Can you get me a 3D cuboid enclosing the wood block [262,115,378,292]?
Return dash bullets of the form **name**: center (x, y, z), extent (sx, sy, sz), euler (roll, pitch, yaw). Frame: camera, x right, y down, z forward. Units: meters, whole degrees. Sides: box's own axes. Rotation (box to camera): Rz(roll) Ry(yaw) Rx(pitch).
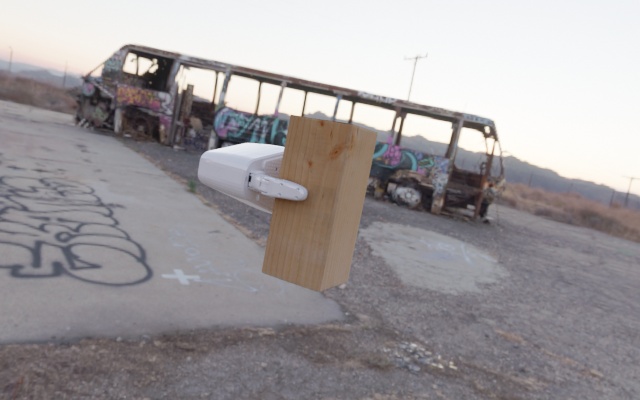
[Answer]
- **wood block**: center (0.000, 0.002, 0.624), extent (0.090, 0.206, 0.091), euler (14, 7, 27)
